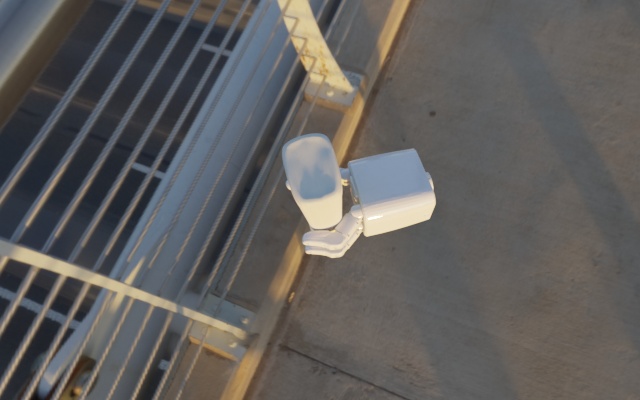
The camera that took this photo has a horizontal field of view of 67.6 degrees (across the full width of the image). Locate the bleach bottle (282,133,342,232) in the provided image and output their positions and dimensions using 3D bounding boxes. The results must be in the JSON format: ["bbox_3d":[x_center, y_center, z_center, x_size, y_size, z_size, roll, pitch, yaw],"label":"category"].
[{"bbox_3d":[0.000,0.002,0.718,0.068,0.102,0.251,-15,-20,0],"label":"bleach bottle"}]
